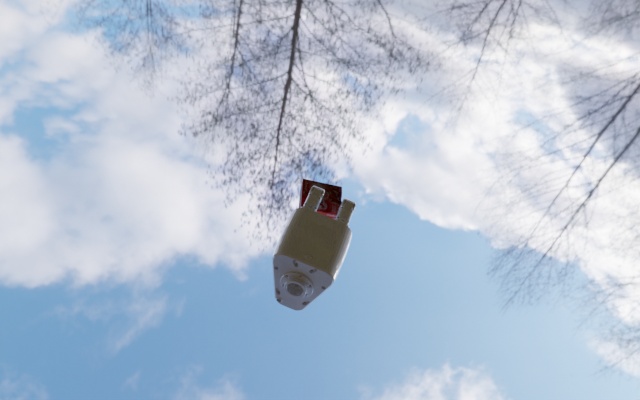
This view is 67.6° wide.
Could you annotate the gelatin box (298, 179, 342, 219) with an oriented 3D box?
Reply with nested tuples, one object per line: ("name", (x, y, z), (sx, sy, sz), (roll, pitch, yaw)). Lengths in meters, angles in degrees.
("gelatin box", (0.000, 0.003, 0.831), (0.073, 0.030, 0.089), (12, 35, -7))
